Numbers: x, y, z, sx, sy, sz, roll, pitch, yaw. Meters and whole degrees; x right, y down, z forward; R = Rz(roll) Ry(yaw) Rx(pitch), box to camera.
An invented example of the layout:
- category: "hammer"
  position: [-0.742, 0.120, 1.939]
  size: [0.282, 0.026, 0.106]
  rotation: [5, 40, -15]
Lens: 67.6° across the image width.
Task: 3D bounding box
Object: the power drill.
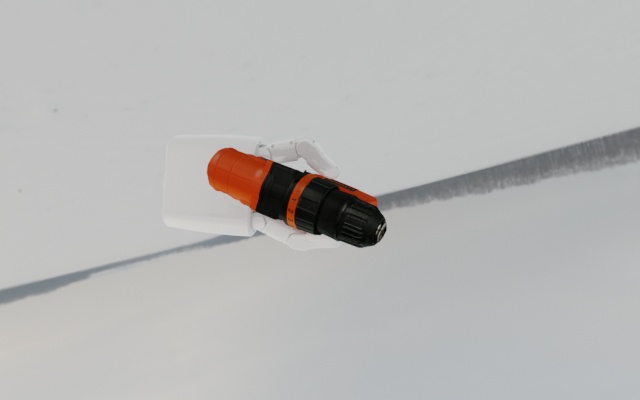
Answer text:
- category: "power drill"
  position: [0.000, 0.002, 0.502]
  size: [0.184, 0.057, 0.188]
  rotation: [24, 2, 22]
